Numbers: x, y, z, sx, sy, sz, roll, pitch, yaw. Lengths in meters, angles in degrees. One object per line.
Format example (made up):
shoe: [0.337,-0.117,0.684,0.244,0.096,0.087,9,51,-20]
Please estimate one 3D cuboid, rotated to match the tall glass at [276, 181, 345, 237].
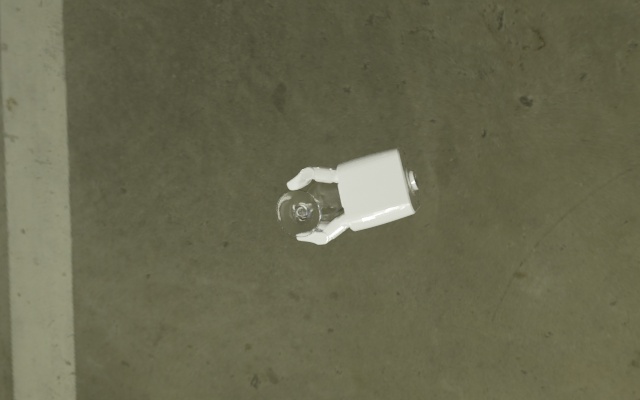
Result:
tall glass: [0.000,0.003,0.819,0.079,0.079,0.201,0,10,20]
